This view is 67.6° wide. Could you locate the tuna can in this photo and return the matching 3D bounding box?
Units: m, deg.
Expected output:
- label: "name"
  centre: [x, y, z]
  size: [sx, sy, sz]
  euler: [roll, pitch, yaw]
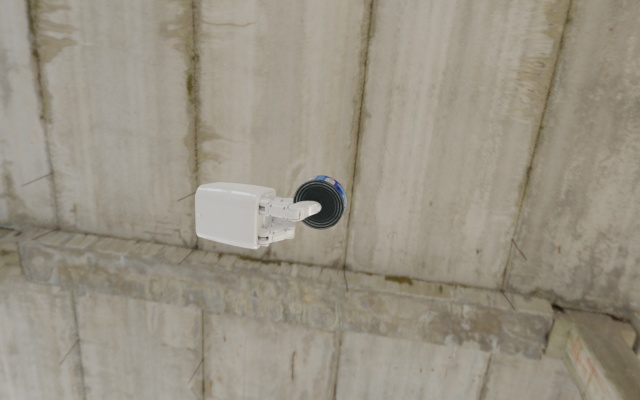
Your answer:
- label: "tuna can"
  centre: [0.000, 0.002, 0.790]
  size: [0.086, 0.086, 0.033]
  euler: [0, 19, 15]
